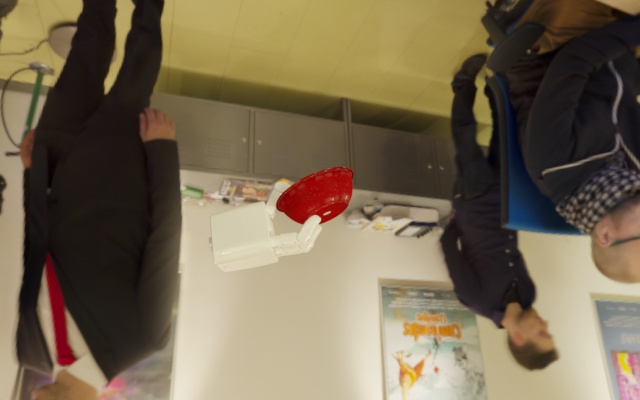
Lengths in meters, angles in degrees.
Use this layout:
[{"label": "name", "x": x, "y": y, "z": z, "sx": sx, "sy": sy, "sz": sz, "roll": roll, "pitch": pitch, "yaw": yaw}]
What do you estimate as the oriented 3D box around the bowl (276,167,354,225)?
[{"label": "bowl", "x": 0.001, "y": 0.003, "z": 0.898, "sx": 0.162, "sy": 0.055, "sz": 0.162, "roll": -23, "pitch": -20, "yaw": -9}]
